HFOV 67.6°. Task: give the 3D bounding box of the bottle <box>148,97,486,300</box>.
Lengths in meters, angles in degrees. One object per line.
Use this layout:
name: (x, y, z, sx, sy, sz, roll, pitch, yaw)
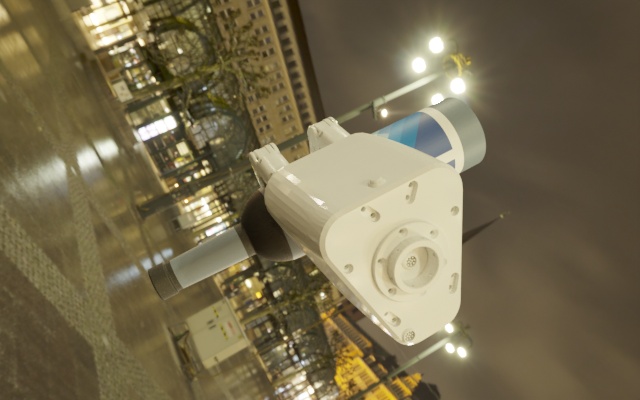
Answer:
bottle: (0.000, 0.001, 0.403, 0.295, 0.069, 0.069, -27, 6, -13)
